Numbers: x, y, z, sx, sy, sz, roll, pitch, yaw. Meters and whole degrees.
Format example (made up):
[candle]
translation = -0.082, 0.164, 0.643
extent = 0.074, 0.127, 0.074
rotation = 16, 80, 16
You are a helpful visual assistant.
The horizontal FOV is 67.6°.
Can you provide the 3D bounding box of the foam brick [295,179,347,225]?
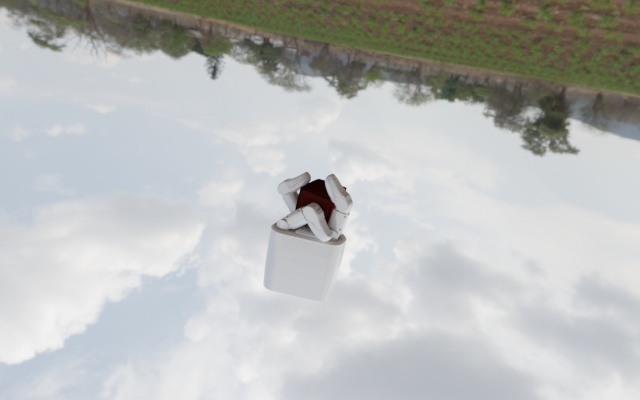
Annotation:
[foam brick]
translation = 0.000, 0.002, 0.755
extent = 0.053, 0.051, 0.078
rotation = 20, 20, 18
